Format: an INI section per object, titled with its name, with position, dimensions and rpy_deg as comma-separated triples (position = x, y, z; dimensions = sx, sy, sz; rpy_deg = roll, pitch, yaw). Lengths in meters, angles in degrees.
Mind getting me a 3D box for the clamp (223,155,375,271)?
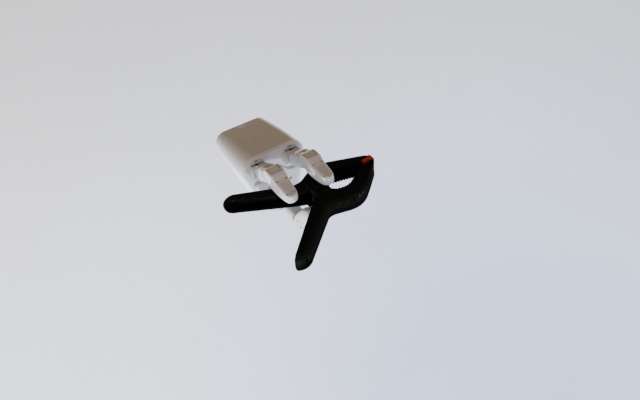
[clamp]
position = 0.000, 0.002, 0.622
dimensions = 0.210, 0.036, 0.164
rpy_deg = -26, 44, -23
